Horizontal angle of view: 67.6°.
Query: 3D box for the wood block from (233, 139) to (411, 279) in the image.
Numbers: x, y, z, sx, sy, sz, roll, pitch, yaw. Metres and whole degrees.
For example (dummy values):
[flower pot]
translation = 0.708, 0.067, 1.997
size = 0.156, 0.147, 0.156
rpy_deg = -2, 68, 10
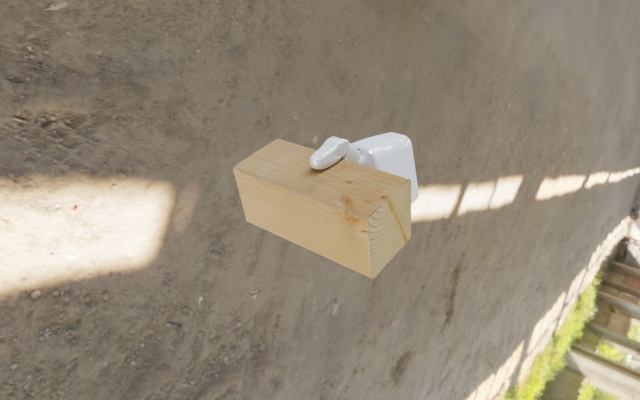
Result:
[wood block]
translation = 0.000, 0.002, 0.595
size = 0.206, 0.091, 0.090
rpy_deg = 20, 44, 34
